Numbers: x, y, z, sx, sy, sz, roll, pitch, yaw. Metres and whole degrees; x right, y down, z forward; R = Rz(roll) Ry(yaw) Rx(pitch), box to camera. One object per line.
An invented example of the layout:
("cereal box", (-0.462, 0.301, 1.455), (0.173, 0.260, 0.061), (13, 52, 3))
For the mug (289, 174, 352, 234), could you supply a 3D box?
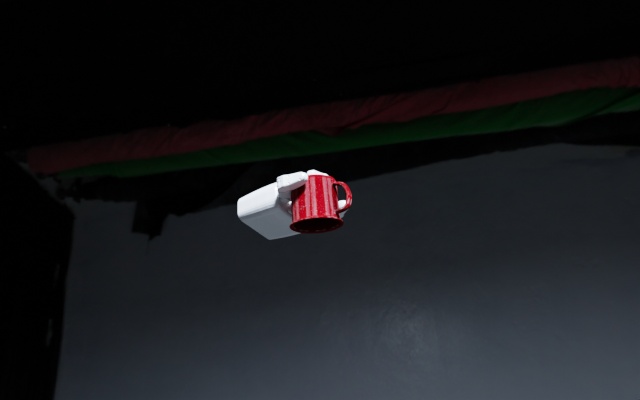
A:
("mug", (0.001, 0.002, 0.823), (0.117, 0.081, 0.093), (-17, -23, 31))
